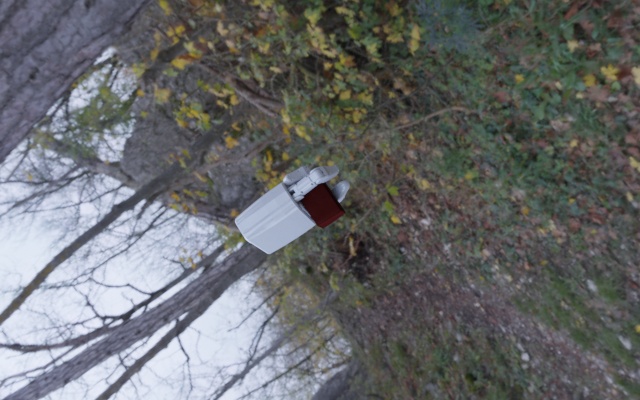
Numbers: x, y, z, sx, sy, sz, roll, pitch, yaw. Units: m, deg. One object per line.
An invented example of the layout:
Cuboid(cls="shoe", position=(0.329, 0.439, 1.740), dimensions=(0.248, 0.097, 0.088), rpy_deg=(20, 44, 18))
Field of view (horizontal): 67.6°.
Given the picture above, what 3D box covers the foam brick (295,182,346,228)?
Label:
Cuboid(cls="foam brick", position=(0.000, 0.003, 0.829), dimensions=(0.051, 0.078, 0.053), rpy_deg=(-35, -14, 4))
